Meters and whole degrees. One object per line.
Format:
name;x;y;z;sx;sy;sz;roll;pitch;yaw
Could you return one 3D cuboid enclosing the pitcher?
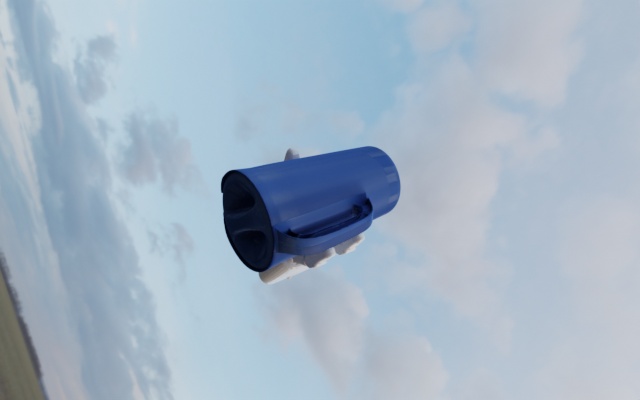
pitcher;0.000;0.002;0.653;0.243;0.149;0.145;-18;-17;-34
